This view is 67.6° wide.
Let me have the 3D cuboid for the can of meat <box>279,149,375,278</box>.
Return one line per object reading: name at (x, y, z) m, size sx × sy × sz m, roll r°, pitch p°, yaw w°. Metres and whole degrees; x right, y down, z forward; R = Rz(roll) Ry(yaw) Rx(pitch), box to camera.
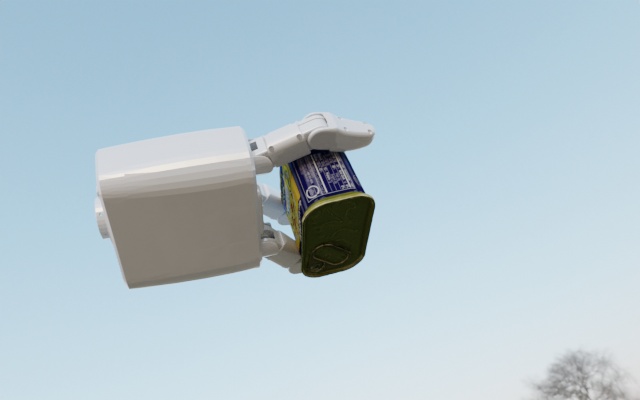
can of meat at (0.000, 0.001, 0.401) m, size 0.057 × 0.084 × 0.102 m, roll -13°, pitch -38°, yaw -13°
